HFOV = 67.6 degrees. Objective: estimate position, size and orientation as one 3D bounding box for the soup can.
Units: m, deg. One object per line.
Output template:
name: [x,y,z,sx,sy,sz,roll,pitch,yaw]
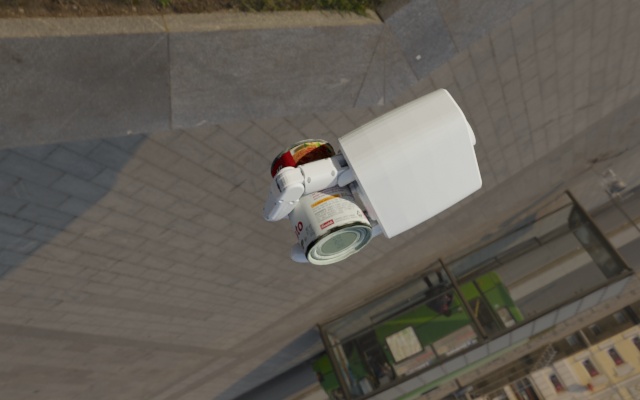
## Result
soup can: [0.000,0.002,0.456,0.068,0.102,0.068,-18,-30,-11]
